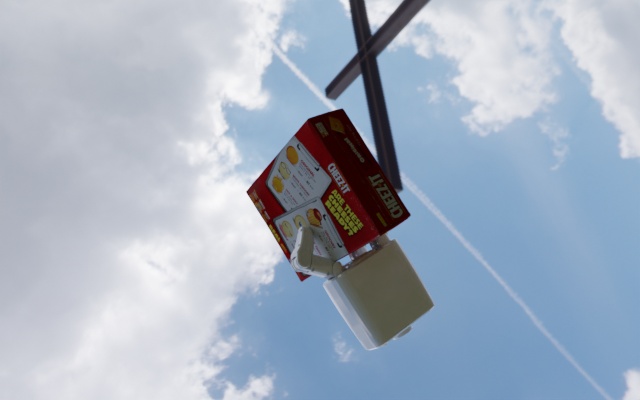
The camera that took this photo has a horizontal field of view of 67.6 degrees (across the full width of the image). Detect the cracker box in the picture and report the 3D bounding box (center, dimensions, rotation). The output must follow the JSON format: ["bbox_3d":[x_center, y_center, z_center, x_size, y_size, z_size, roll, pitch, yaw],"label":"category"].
[{"bbox_3d":[0.000,0.002,0.653,0.072,0.164,0.214,-28,-7,-37],"label":"cracker box"}]
